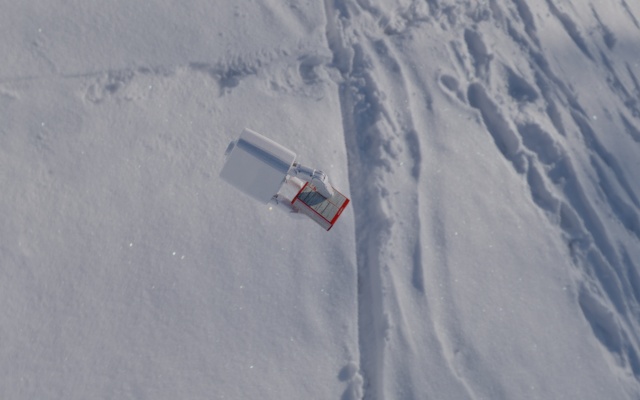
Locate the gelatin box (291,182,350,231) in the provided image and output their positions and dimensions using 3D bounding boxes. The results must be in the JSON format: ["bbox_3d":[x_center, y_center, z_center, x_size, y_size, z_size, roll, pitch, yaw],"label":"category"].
[{"bbox_3d":[0.001,0.003,0.899,0.089,0.073,0.030,36,-38,0],"label":"gelatin box"}]
